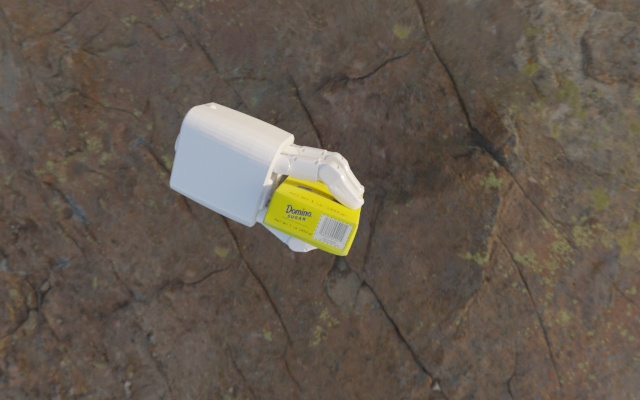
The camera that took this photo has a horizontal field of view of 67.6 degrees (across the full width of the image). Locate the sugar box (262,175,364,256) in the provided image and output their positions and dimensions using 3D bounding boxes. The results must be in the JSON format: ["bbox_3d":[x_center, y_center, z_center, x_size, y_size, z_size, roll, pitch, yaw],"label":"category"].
[{"bbox_3d":[0.000,0.001,0.562,0.093,0.048,0.176,23,18,0],"label":"sugar box"}]
